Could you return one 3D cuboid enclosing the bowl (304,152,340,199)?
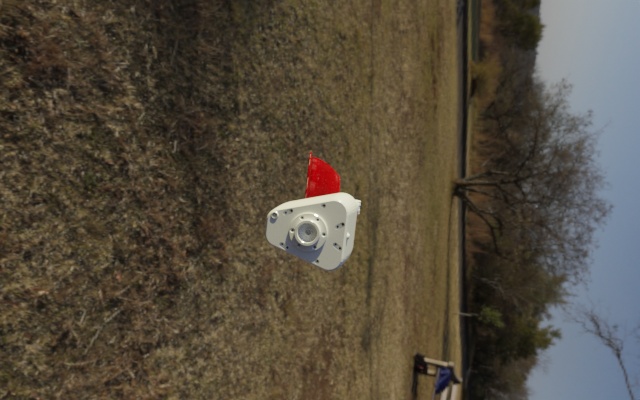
[{"bbox_3d":[0.001,0.002,0.798,0.055,0.162,0.162,6,0,-2],"label":"bowl"}]
